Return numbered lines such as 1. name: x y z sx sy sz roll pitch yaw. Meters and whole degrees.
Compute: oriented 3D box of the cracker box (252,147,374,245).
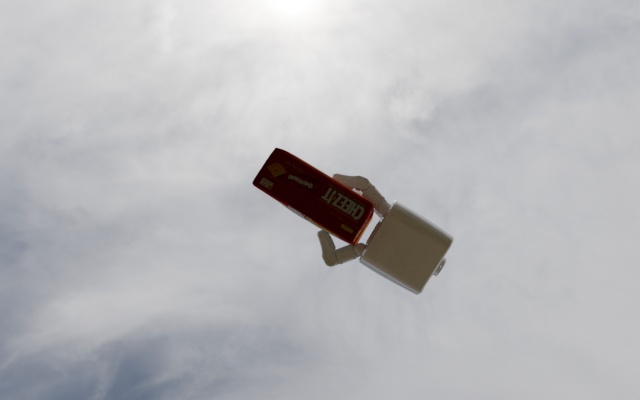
1. cracker box: 0.000 0.003 0.754 0.164 0.072 0.214 30 -3 8
